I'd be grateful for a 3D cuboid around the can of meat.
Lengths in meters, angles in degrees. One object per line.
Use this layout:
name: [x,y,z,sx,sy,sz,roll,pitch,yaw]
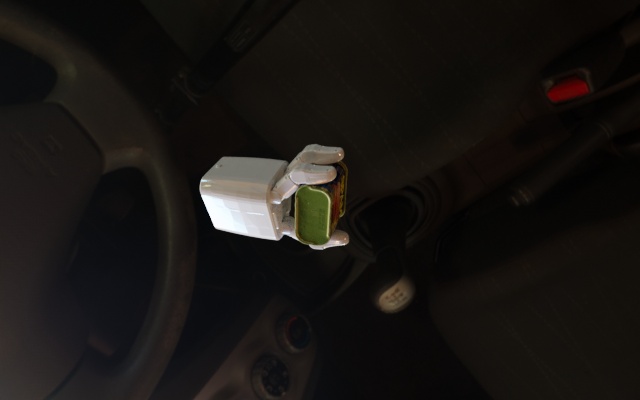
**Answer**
can of meat: [0.000,0.002,0.680,0.057,0.102,0.084,10,33,12]
